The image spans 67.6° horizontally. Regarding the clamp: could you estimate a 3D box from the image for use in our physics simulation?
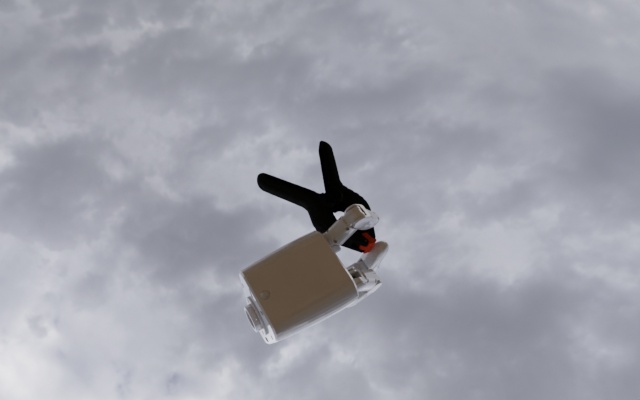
[{"bbox_3d":[0.000,0.002,0.618,0.120,0.171,0.039,-26,-27,-19],"label":"clamp"}]
